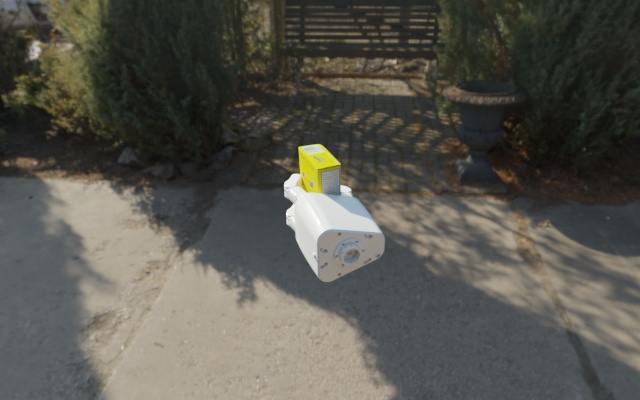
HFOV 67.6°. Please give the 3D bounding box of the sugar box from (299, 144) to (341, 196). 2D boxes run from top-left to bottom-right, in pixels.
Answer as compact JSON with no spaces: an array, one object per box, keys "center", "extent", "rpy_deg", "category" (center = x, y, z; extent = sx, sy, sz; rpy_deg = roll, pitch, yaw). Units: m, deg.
[{"center":[0.000,0.003,0.807],"extent":[0.048,0.176,0.093],"rpy_deg":[-11,31,-18],"category":"sugar box"}]
